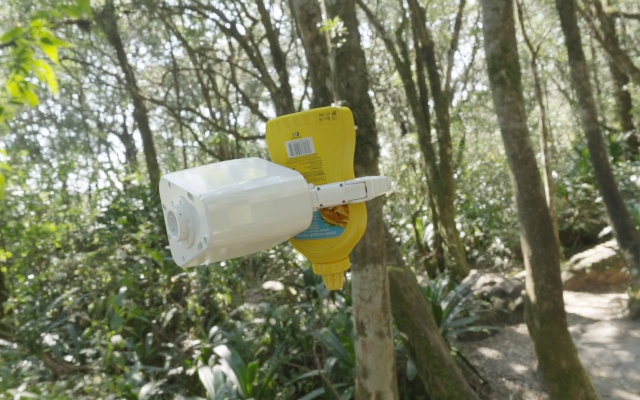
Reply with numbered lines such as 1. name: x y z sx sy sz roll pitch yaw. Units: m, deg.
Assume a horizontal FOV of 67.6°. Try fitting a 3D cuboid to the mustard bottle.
1. mustard bottle: 0.000 0.001 0.512 0.096 0.191 0.058 -7 6 28
